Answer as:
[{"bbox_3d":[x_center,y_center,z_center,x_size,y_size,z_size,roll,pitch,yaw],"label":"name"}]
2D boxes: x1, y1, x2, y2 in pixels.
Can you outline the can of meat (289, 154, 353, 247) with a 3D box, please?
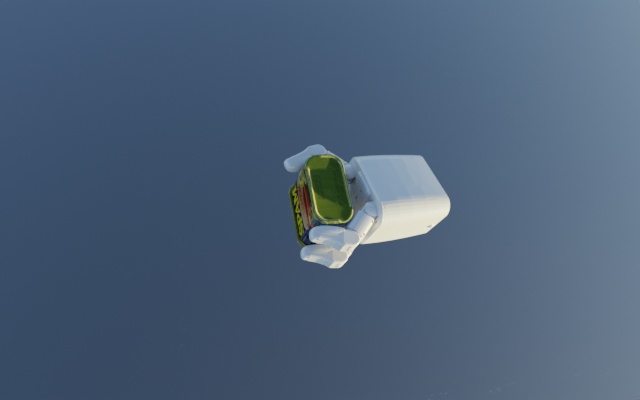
[{"bbox_3d":[0.000,0.002,0.621,0.057,0.102,0.084,-3,-26,-19],"label":"can of meat"}]
